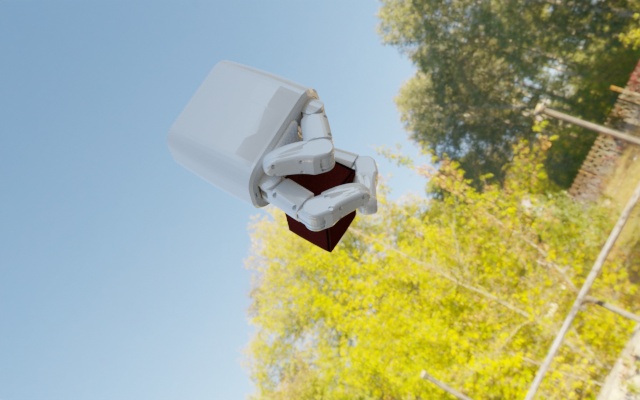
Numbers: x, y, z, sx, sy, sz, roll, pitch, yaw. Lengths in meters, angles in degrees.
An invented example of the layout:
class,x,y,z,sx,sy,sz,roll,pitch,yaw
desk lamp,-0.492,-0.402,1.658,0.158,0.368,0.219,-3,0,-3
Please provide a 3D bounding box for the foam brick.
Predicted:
class,x,y,z,sx,sy,sz,roll,pitch,yaw
foam brick,0.000,0.002,0.461,0.051,0.053,0.078,25,-31,22
